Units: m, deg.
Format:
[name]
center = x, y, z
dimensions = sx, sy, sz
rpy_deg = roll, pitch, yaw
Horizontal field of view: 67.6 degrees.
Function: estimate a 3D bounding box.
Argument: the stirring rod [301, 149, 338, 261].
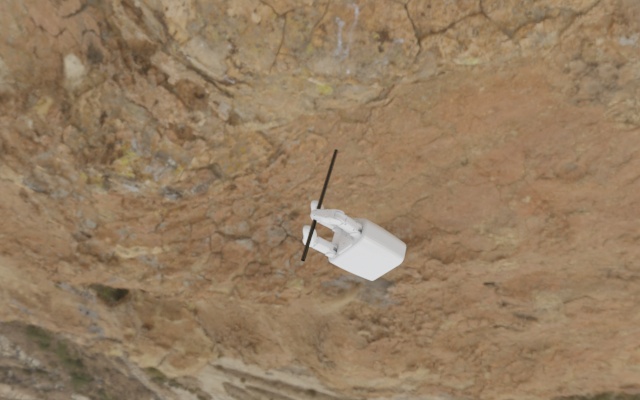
[stirring rod]
center = 0.000, 0.003, 0.892
dimensions = 0.011, 0.239, 0.011
rpy_deg = 13, -27, 7
